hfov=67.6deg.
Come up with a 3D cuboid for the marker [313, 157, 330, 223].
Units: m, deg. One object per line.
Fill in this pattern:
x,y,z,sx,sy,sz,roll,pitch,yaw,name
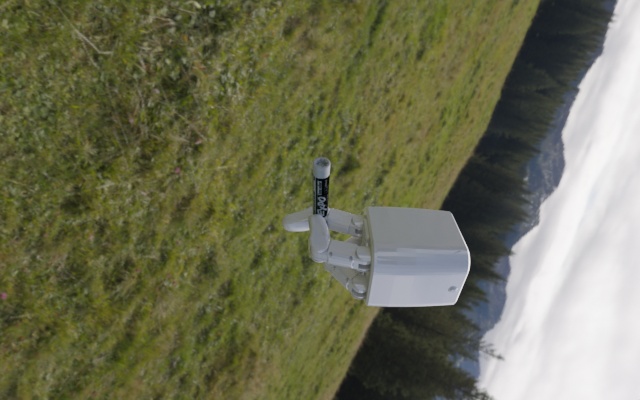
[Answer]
0.000,0.002,0.552,0.020,0.020,0.121,1,-45,-1,marker
